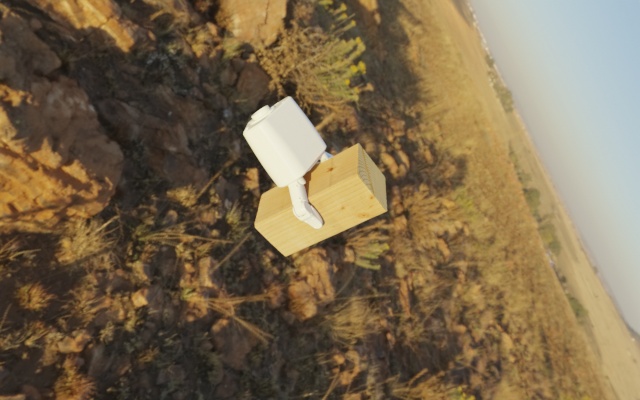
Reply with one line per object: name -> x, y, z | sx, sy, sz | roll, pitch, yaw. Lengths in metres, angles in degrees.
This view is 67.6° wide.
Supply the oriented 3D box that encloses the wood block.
wood block -> 0.000, 0.003, 0.812 | 0.206, 0.090, 0.090 | -26, -56, 25
